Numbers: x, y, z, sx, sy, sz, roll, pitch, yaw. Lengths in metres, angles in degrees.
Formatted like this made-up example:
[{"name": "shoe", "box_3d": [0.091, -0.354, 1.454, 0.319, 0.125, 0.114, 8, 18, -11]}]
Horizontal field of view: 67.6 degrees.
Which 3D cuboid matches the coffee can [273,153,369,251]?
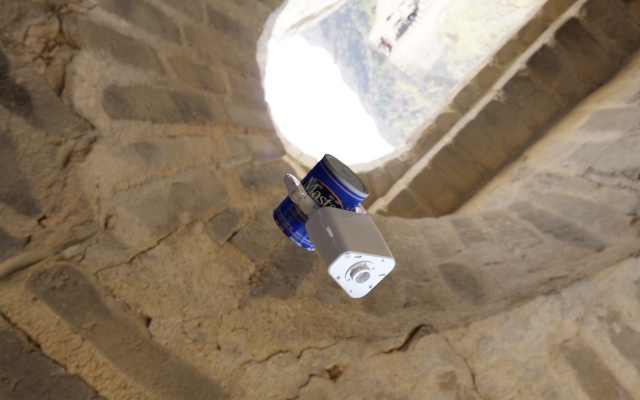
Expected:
[{"name": "coffee can", "box_3d": [0.000, 0.002, 0.831, 0.103, 0.140, 0.102, 39, 17, -14]}]
